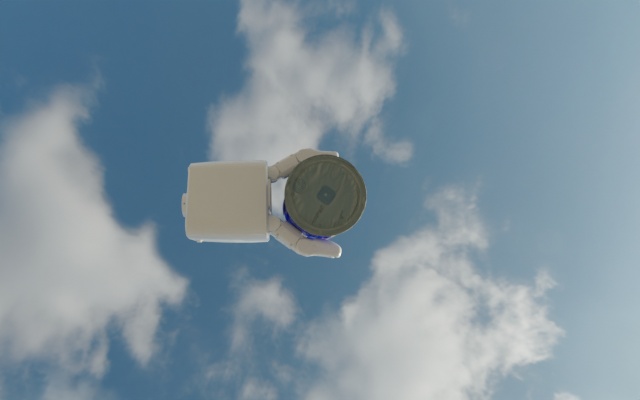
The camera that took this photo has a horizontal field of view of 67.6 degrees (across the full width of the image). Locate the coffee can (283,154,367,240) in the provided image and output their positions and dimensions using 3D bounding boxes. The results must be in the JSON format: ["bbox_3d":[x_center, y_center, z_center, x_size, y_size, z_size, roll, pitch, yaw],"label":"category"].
[{"bbox_3d":[0.000,0.002,0.657,0.103,0.103,0.140,0,-8,-5],"label":"coffee can"}]
